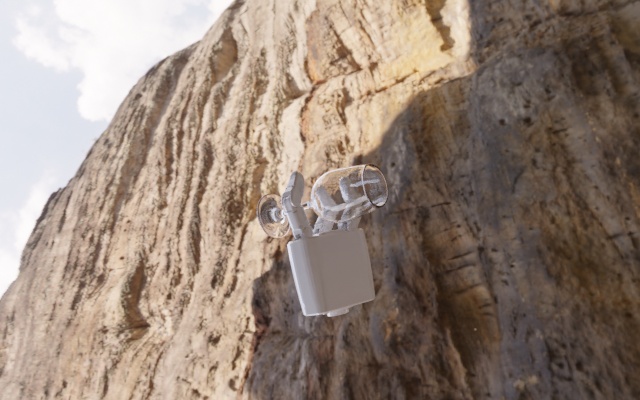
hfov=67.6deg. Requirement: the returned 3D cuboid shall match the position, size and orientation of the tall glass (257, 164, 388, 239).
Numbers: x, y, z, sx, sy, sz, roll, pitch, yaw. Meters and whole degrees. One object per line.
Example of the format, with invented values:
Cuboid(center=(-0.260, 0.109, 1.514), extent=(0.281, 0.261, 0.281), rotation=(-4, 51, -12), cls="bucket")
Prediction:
Cuboid(center=(0.000, 0.002, 0.709), extent=(0.201, 0.079, 0.079), rotation=(-17, -11, 38), cls="tall glass")
